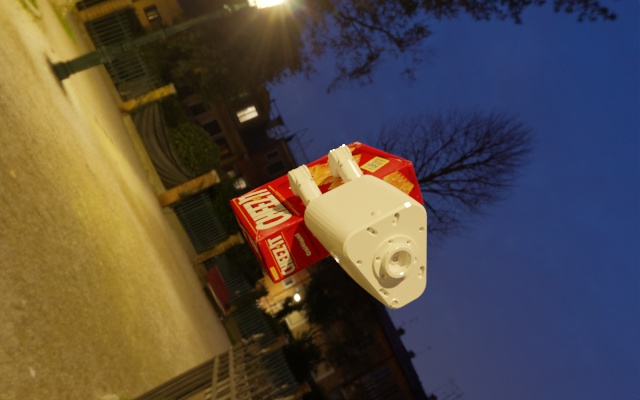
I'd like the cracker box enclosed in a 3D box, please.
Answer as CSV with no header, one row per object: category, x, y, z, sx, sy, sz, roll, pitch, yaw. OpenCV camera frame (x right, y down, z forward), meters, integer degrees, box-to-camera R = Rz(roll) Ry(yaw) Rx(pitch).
cracker box,0.000,0.002,0.638,0.213,0.072,0.164,-26,24,-12
